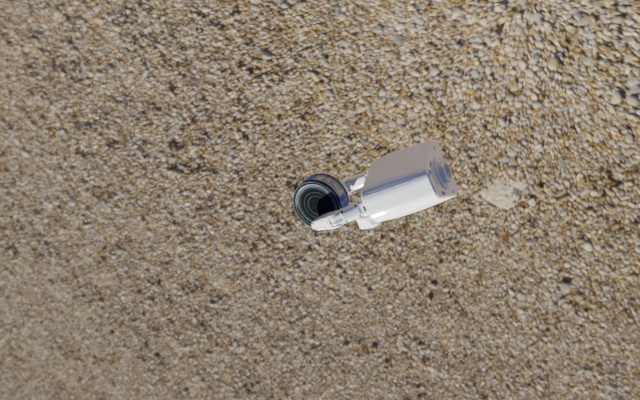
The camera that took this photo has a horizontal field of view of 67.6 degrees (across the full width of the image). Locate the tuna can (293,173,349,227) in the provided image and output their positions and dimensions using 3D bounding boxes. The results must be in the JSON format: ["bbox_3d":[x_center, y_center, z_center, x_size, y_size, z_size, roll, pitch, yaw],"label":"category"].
[{"bbox_3d":[0.000,0.003,0.756,0.086,0.086,0.033,0,23,29],"label":"tuna can"}]
